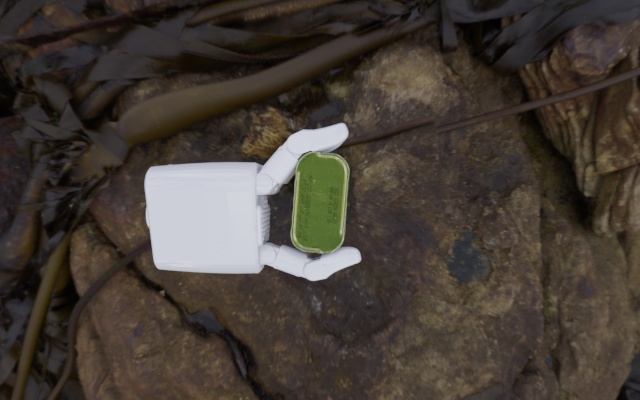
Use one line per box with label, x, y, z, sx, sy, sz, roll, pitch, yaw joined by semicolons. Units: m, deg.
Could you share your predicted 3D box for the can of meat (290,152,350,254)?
can of meat;0.000;0.002;0.489;0.057;0.102;0.084;4;1;1
